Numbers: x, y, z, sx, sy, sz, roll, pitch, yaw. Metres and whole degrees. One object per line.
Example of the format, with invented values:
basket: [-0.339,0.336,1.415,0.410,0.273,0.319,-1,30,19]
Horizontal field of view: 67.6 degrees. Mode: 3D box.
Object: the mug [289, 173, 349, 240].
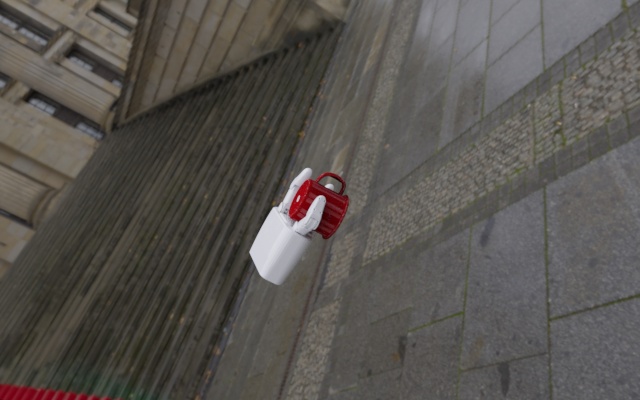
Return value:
mug: [0.001,0.002,0.876,0.081,0.117,0.093,28,11,-15]
